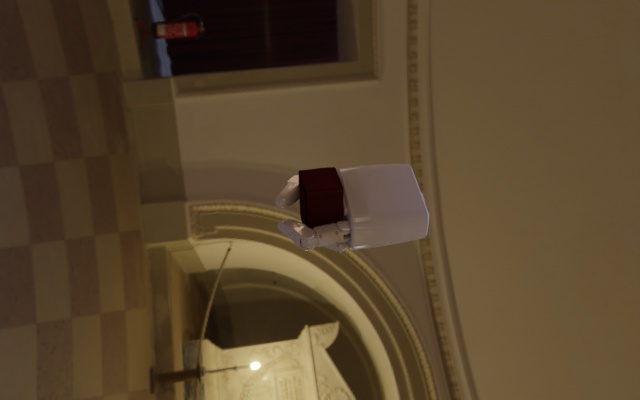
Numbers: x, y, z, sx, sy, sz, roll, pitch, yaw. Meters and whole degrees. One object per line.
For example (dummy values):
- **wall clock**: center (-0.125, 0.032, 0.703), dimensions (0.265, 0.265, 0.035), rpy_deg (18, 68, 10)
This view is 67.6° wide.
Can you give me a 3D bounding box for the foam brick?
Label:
- **foam brick**: center (0.000, 0.002, 0.634), dimensions (0.051, 0.078, 0.053), rpy_deg (-7, 37, -7)
